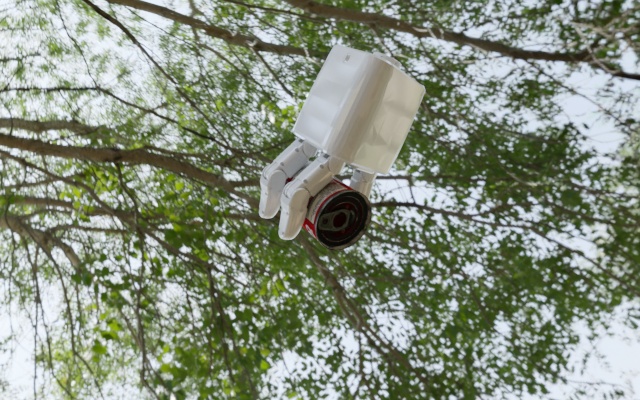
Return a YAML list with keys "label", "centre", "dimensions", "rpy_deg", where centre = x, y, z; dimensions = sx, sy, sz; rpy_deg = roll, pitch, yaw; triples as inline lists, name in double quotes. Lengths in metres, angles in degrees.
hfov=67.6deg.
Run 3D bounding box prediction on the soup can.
- label: "soup can"
  centre: [0.000, 0.002, 0.528]
  dimensions: [0.068, 0.068, 0.102]
  rpy_deg: [0, 23, -32]
